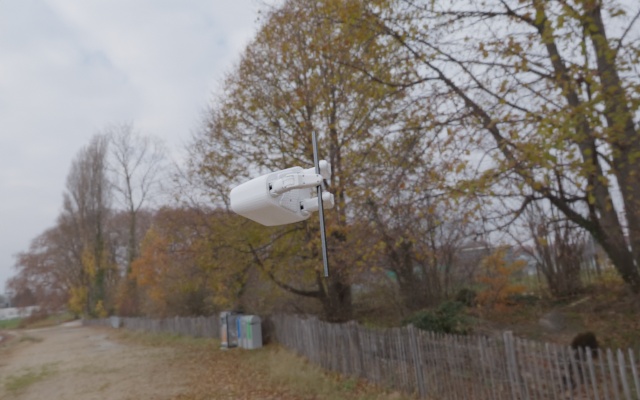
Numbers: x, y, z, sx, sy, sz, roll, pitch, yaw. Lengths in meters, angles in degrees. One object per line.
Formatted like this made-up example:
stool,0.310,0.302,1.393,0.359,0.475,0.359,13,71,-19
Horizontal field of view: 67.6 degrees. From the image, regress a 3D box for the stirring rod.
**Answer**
stirring rod,0.000,0.003,0.780,0.011,0.239,0.011,-5,-10,-1
